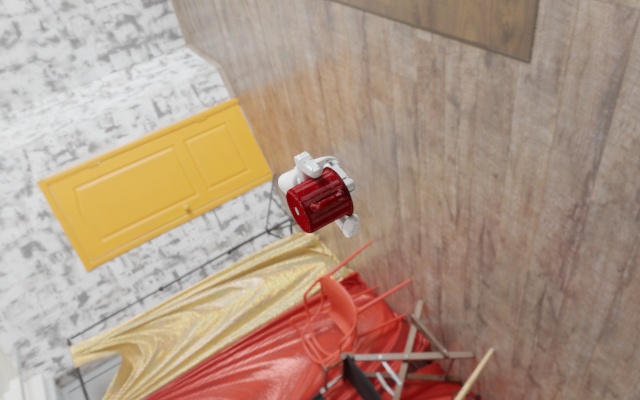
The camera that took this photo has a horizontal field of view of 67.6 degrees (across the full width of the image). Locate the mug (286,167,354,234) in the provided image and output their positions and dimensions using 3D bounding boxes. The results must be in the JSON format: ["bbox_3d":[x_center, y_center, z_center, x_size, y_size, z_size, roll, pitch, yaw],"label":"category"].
[{"bbox_3d":[0.000,0.003,0.779,0.081,0.093,0.117,-28,10,-18],"label":"mug"}]
